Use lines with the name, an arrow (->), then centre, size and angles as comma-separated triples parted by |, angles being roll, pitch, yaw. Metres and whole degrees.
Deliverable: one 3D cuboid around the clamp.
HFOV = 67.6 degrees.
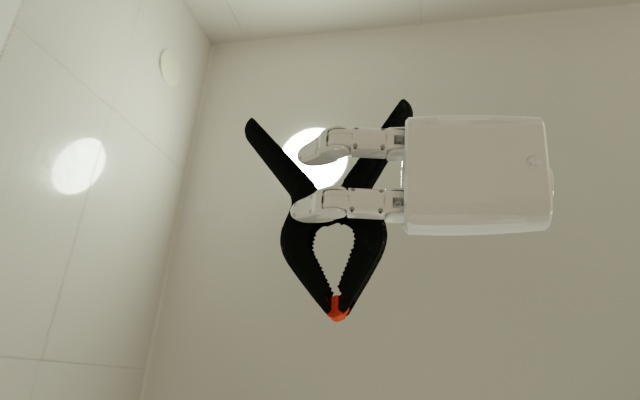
clamp -> 0.000, 0.002, 0.437 | 0.164, 0.210, 0.036 | 0, -21, 11
